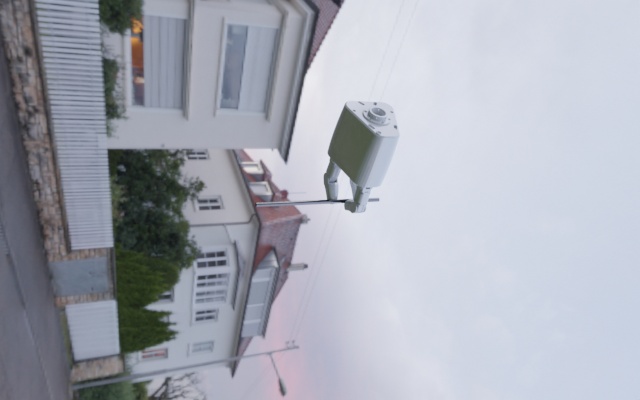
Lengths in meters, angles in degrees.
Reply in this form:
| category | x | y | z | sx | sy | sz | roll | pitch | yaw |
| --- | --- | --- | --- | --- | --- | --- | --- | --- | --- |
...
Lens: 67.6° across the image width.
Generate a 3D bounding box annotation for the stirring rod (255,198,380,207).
| category | x | y | z | sx | sy | sz | roll | pitch | yaw |
| --- | --- | --- | --- | --- | --- | --- | --- | --- | --- |
| stirring rod | 0.000 | 0.003 | 0.868 | 0.239 | 0.011 | 0.011 | -2 | 1 | -22 |
